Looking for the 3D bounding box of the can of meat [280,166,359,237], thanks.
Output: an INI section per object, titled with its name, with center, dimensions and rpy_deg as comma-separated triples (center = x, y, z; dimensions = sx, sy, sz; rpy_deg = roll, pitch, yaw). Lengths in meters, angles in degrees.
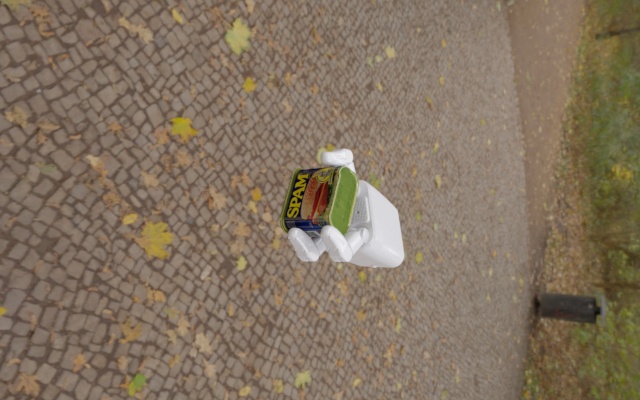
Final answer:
[can of meat]
center = 0.000, 0.002, 0.669
dimensions = 0.084, 0.102, 0.057
rpy_deg = -3, -28, 36
